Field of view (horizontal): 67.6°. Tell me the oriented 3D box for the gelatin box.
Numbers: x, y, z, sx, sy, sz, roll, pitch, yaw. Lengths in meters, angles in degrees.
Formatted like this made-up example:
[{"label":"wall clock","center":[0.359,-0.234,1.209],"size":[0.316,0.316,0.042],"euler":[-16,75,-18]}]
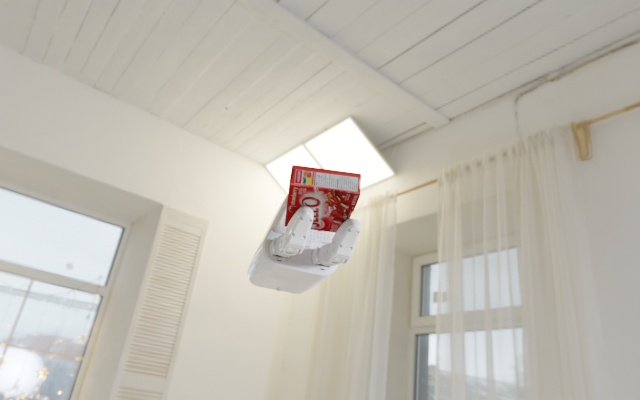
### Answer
[{"label":"gelatin box","center":[0.000,0.001,0.519],"size":[0.073,0.030,0.089],"euler":[8,-33,-4]}]
